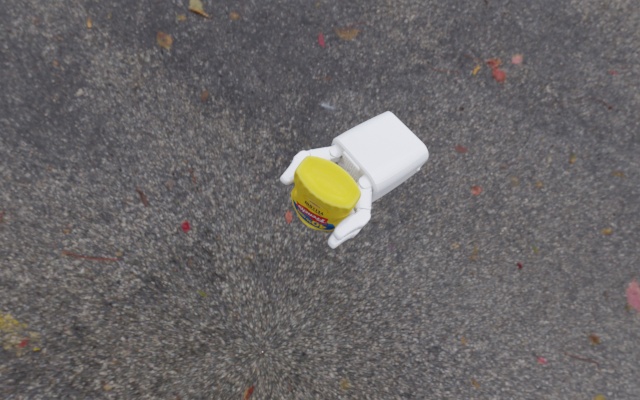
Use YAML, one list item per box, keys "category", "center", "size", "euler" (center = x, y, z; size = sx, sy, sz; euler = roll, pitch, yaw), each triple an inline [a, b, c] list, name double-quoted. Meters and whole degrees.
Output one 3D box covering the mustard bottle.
- category: "mustard bottle"
  center: [0.000, 0.003, 0.733]
  size: [0.096, 0.058, 0.192]
  euler: [34, -18, 4]
